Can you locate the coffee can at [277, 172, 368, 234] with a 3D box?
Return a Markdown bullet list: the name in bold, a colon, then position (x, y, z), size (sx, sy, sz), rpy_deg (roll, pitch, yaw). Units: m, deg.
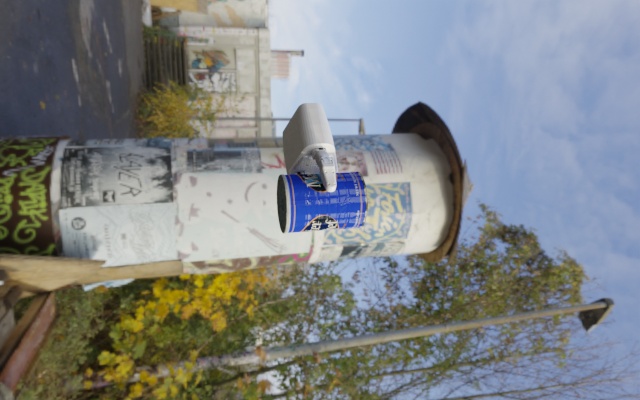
- **coffee can**: position (0.000, 0.003, 0.838), size (0.140, 0.103, 0.103), rpy_deg (-3, 1, -14)
